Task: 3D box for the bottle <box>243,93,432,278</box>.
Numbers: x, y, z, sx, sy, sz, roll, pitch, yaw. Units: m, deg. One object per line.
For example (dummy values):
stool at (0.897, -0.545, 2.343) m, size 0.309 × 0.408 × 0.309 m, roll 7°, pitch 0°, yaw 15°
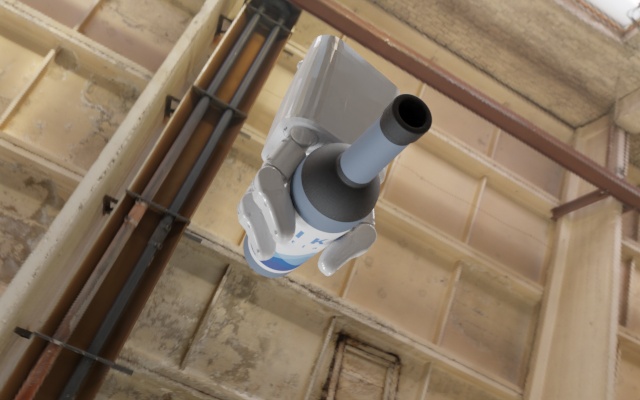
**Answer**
bottle at (0.000, 0.001, 0.403) m, size 0.069 × 0.069 × 0.296 m, roll 0°, pitch -21°, yaw -23°
